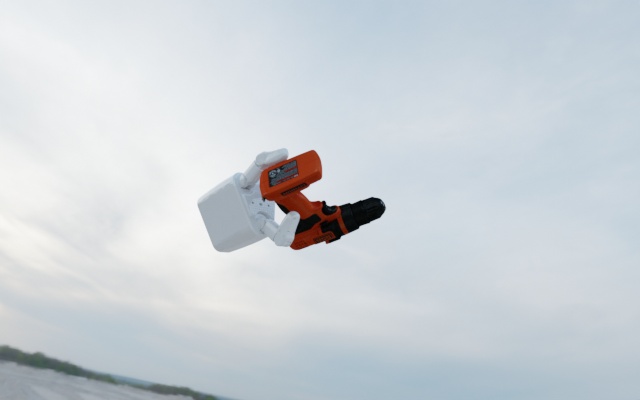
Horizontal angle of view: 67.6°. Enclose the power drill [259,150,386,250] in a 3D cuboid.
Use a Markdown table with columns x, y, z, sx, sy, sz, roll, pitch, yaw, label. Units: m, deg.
| x | y | z | sx | sy | sz | roll | pitch | yaw | label |
| --- | --- | --- | --- | --- | --- | --- | --- | --- | --- |
| 0.000 | 0.002 | 0.782 | 0.184 | 0.057 | 0.188 | -23 | -42 | 11 | power drill |
